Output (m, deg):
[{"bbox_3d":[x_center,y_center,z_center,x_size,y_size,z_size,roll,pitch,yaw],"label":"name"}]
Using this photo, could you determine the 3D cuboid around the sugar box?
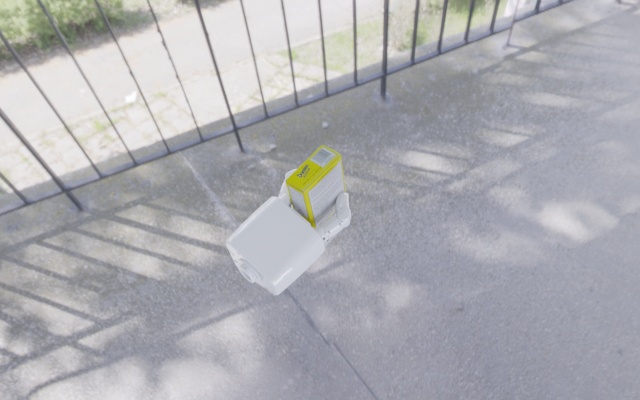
[{"bbox_3d":[0.000,0.002,0.789,0.048,0.093,0.176,33,-27,26],"label":"sugar box"}]
